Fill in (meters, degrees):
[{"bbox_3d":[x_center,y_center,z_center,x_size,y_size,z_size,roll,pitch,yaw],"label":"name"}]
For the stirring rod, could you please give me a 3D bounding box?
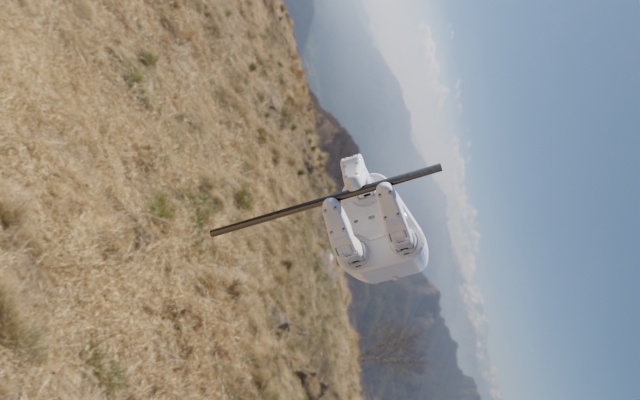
[{"bbox_3d":[0.000,0.002,0.472,0.239,0.011,0.011,-16,-3,12],"label":"stirring rod"}]
